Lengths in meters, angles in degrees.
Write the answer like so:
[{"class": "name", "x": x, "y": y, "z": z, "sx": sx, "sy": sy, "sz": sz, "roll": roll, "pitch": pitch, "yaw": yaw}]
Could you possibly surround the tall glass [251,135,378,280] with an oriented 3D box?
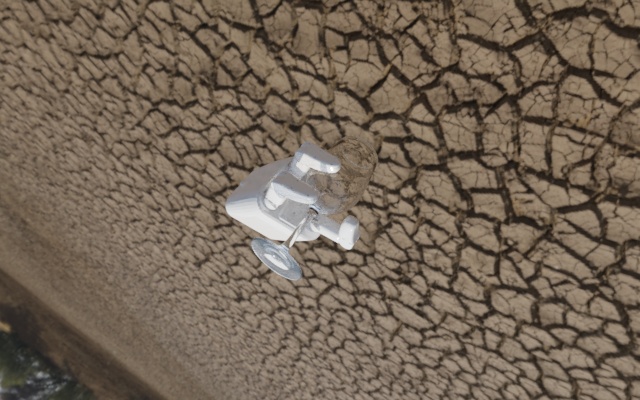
[{"class": "tall glass", "x": 0.000, "y": 0.003, "z": 0.616, "sx": 0.079, "sy": 0.079, "sz": 0.201, "roll": 0, "pitch": 44, "yaw": 49}]
